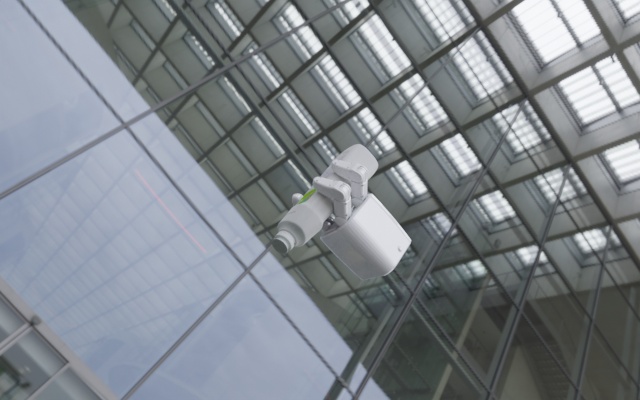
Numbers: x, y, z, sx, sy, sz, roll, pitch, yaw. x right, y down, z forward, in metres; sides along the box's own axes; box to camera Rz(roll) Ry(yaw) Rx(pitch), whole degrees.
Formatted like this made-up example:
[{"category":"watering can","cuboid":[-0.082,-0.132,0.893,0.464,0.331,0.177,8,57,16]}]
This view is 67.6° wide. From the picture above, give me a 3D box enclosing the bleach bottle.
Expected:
[{"category":"bleach bottle","cuboid":[0.000,0.002,0.788,0.103,0.068,0.250,-38,7,48]}]
